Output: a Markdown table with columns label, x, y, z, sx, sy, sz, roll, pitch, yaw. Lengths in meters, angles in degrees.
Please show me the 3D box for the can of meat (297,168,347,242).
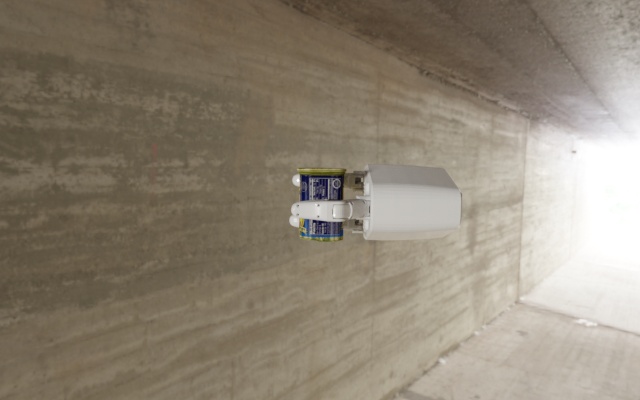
| label | x | y | z | sx | sy | sz | roll | pitch | yaw |
| --- | --- | --- | --- | --- | --- | --- | --- | --- | --- |
| can of meat | 0.000 | 0.002 | 0.586 | 0.057 | 0.084 | 0.102 | 0 | 5 | -3 |
